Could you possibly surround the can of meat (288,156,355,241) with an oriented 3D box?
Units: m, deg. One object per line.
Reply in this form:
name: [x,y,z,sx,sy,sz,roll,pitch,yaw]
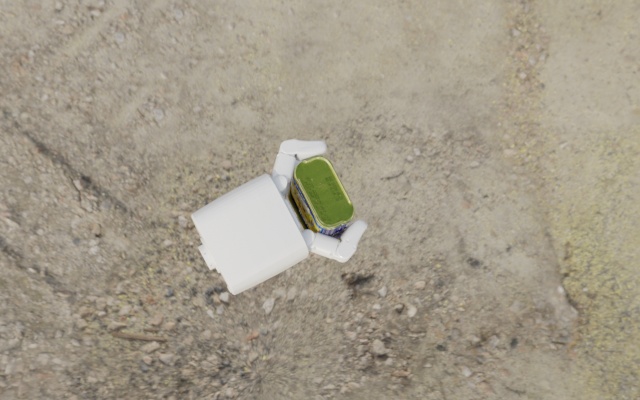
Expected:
can of meat: [0.000,0.002,0.627,0.057,0.102,0.084,-24,-15,-14]
